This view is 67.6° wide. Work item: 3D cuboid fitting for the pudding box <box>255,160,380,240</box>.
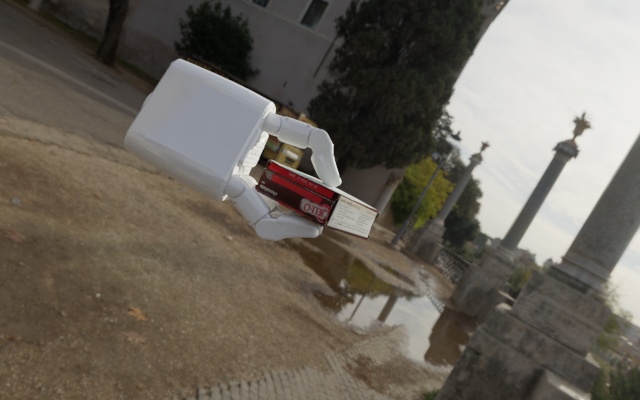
[{"bbox_3d":[0.000,0.001,0.493,0.090,0.039,0.113,28,5,28],"label":"pudding box"}]
